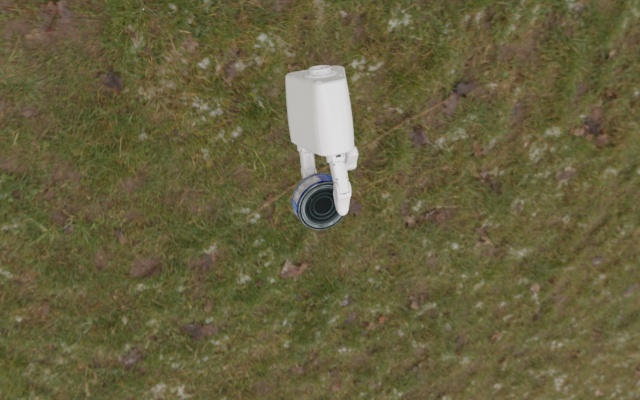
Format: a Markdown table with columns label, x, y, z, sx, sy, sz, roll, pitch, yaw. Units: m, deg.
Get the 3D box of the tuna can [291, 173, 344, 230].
| label | x | y | z | sx | sy | sz | roll | pitch | yaw |
| --- | --- | --- | --- | --- | --- | --- | --- | --- | --- |
| tuna can | 0.000 | 0.003 | 0.744 | 0.086 | 0.086 | 0.033 | 0 | 26 | -22 |
